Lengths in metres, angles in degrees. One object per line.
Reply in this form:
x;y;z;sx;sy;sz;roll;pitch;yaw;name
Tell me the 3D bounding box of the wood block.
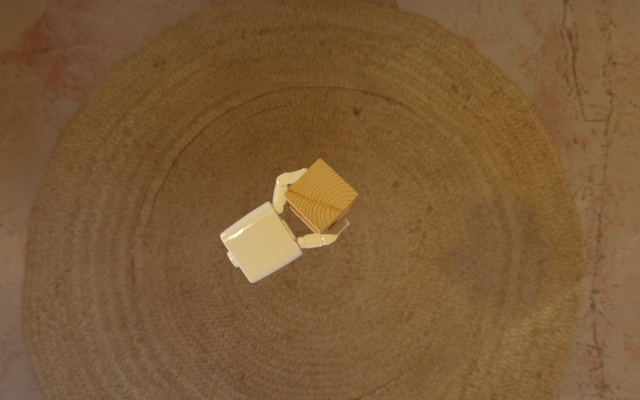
0.000;0.003;0.884;0.091;0.090;0.206;44;-5;4;wood block
